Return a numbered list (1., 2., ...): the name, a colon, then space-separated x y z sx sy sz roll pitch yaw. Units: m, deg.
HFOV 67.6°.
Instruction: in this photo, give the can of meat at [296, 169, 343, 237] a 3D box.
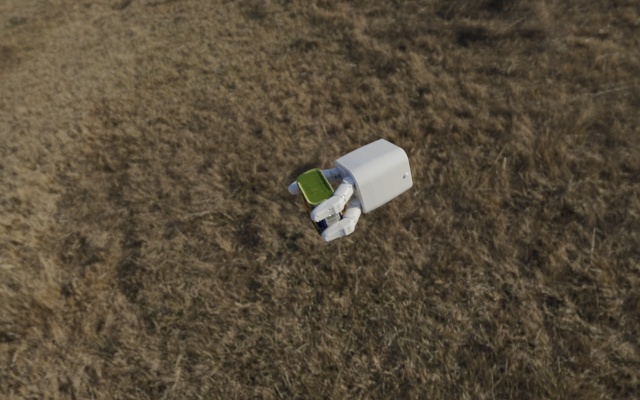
1. can of meat: 0.000 0.003 0.874 0.057 0.084 0.102 -25 42 -5
